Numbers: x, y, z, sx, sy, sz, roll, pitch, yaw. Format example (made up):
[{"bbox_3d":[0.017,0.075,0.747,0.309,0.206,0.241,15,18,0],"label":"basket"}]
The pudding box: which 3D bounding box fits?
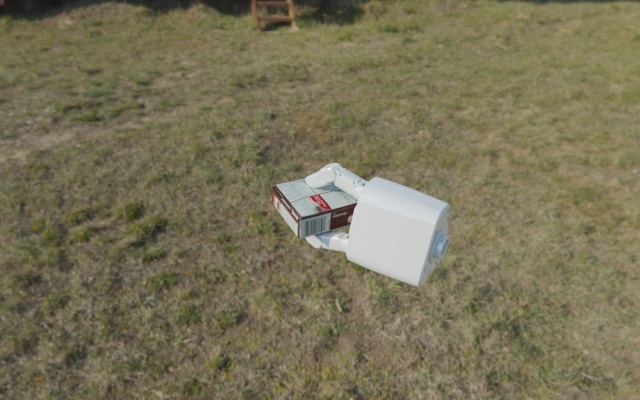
[{"bbox_3d":[0.000,0.002,0.676,0.113,0.039,0.090,-13,38,-26],"label":"pudding box"}]
